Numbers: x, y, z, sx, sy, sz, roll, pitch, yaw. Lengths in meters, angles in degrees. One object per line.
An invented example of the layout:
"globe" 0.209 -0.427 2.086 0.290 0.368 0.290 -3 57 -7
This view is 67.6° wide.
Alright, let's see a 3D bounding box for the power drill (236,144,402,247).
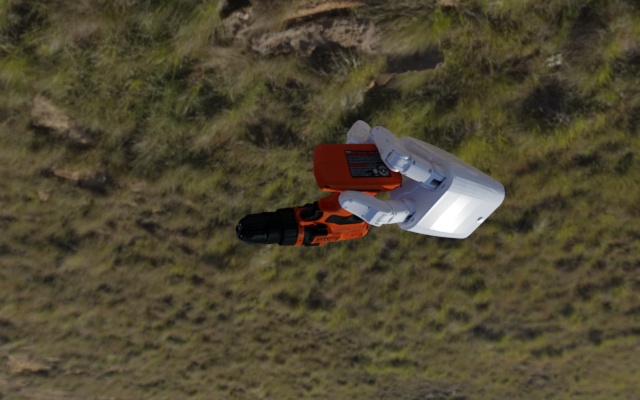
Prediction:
"power drill" 0.001 0.002 0.586 0.184 0.057 0.188 -5 -24 -23
